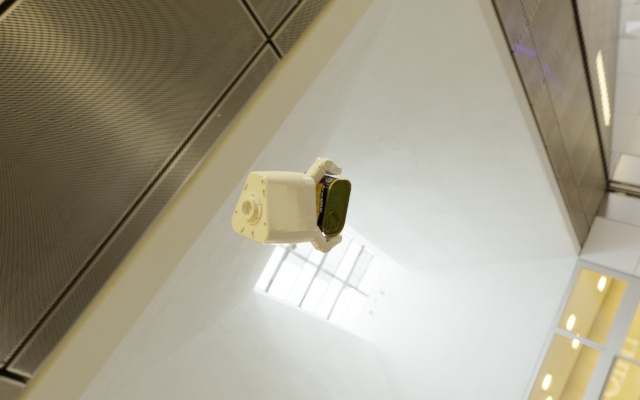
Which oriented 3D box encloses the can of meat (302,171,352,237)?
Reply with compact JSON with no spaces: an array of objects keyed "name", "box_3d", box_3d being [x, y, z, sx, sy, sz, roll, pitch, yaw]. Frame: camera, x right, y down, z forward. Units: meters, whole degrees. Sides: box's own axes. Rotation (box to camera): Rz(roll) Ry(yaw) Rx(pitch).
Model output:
[{"name":"can of meat","box_3d":[0.000,0.003,0.847,0.084,0.102,0.057,19,15,40]}]
